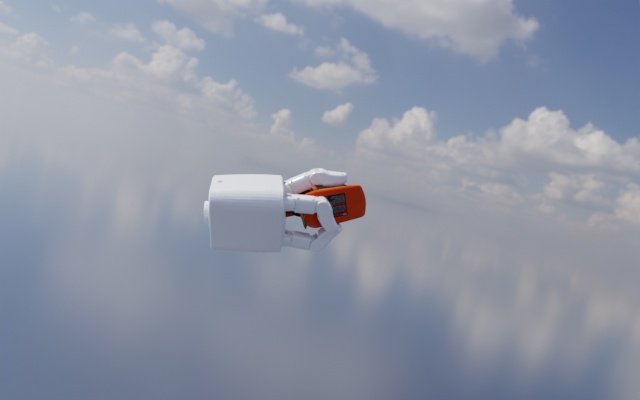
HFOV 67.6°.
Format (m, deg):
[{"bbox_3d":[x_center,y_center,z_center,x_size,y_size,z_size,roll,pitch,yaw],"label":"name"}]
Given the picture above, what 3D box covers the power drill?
[{"bbox_3d":[0.000,0.003,0.813,0.184,0.057,0.187,-13,6,-23],"label":"power drill"}]
